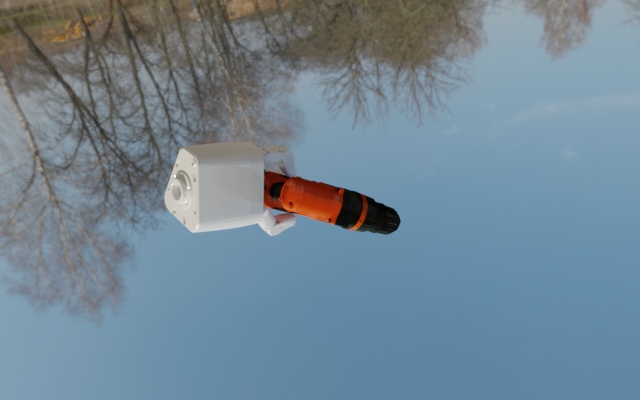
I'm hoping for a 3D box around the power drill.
[{"bbox_3d":[0.000,0.002,0.696,0.184,0.057,0.187,18,-4,-30],"label":"power drill"}]
